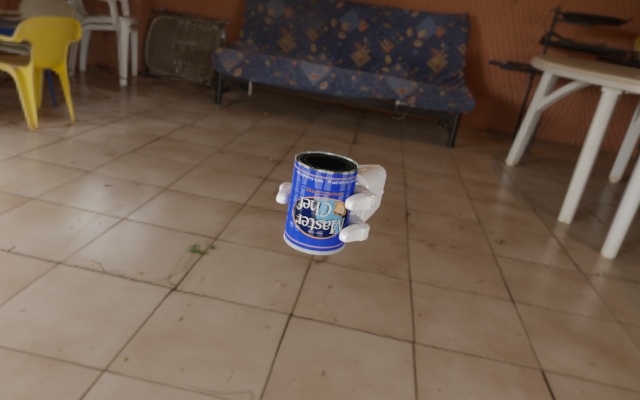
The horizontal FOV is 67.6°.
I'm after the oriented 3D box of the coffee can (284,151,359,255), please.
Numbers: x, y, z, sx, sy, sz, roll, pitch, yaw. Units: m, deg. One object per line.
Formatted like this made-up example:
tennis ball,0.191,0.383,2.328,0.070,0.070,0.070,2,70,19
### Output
coffee can,0.000,0.003,0.770,0.103,0.140,0.102,8,21,-3
